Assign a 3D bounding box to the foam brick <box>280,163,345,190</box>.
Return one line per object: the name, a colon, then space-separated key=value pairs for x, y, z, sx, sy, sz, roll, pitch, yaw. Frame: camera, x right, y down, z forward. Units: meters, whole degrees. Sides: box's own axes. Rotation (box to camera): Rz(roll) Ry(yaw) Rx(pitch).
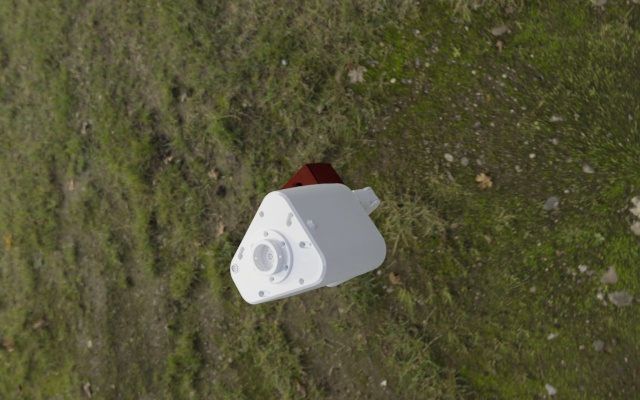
foam brick: x=0.000 y=0.002 z=0.550 sx=0.053 sy=0.078 sz=0.051 roll=-43 pitch=-20 yaw=30
